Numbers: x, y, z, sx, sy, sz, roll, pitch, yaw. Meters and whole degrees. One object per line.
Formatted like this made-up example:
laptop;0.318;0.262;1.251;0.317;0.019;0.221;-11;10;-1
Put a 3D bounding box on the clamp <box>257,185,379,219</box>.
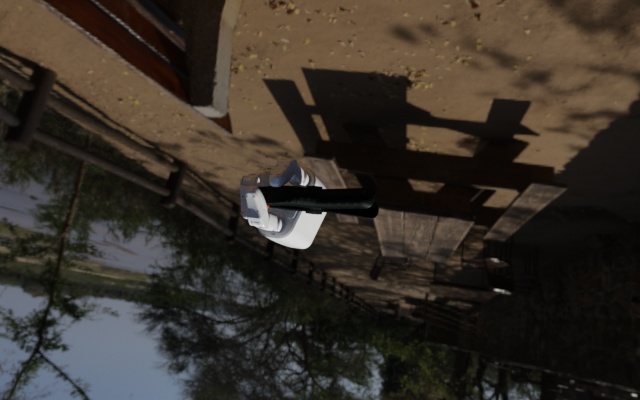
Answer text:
clamp;0.000;0.003;0.649;0.171;0.039;0.120;5;-14;19
